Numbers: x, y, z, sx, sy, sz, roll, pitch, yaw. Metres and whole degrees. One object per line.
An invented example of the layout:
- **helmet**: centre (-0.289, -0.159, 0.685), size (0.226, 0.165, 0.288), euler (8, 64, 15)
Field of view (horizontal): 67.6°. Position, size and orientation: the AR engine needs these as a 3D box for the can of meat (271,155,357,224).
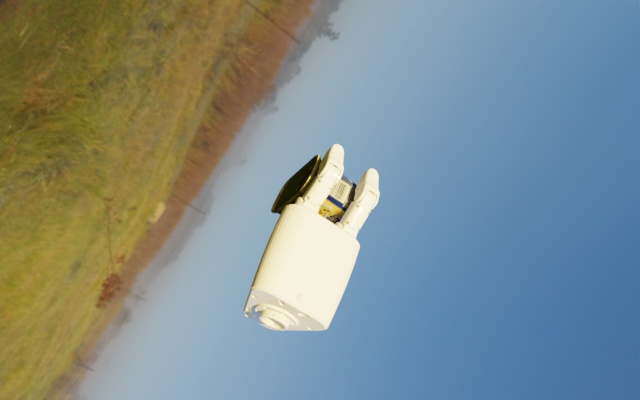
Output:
- **can of meat**: centre (0.000, 0.002, 0.600), size (0.084, 0.057, 0.102), euler (34, -37, -16)
